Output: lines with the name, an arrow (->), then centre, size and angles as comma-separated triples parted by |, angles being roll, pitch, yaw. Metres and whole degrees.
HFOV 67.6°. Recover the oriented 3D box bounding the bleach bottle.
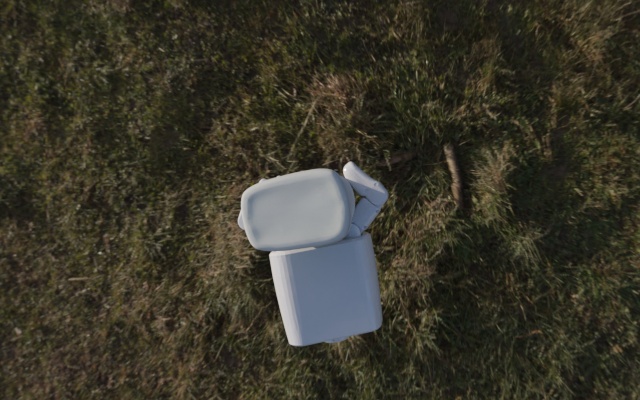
bleach bottle -> 0.000, 0.002, 0.538 | 0.102, 0.068, 0.251 | -10, 2, 12
